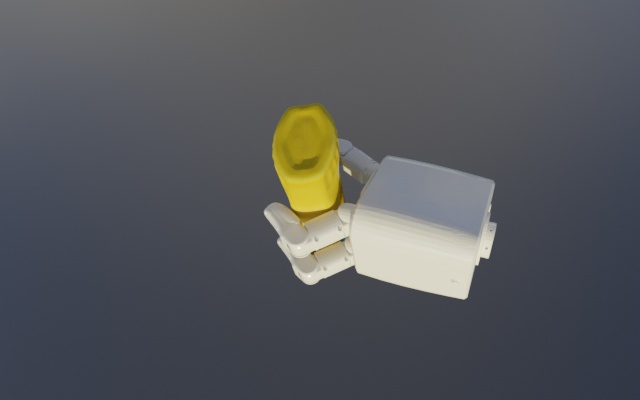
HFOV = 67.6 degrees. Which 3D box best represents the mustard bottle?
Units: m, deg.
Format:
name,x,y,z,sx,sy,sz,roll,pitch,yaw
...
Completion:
name,x,y,z,sx,sy,sz,roll,pitch,yaw
mustard bottle,0.000,0.001,0.486,0.058,0.096,0.192,-7,-37,5
